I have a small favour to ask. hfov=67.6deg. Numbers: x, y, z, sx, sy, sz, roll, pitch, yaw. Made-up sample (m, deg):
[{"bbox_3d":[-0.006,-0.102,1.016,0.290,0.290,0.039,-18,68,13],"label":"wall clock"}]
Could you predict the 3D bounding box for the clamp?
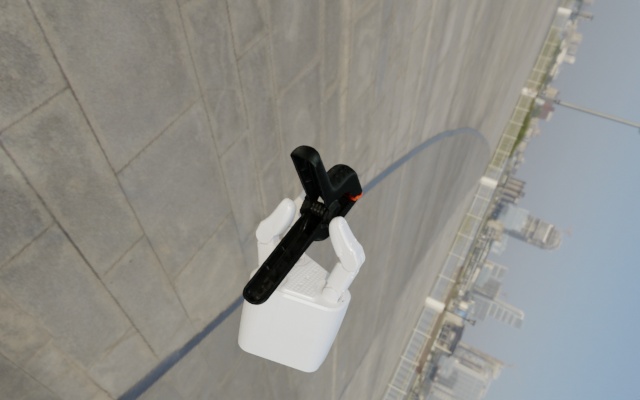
[{"bbox_3d":[0.001,0.002,0.507,0.036,0.165,0.210,29,29,16],"label":"clamp"}]
